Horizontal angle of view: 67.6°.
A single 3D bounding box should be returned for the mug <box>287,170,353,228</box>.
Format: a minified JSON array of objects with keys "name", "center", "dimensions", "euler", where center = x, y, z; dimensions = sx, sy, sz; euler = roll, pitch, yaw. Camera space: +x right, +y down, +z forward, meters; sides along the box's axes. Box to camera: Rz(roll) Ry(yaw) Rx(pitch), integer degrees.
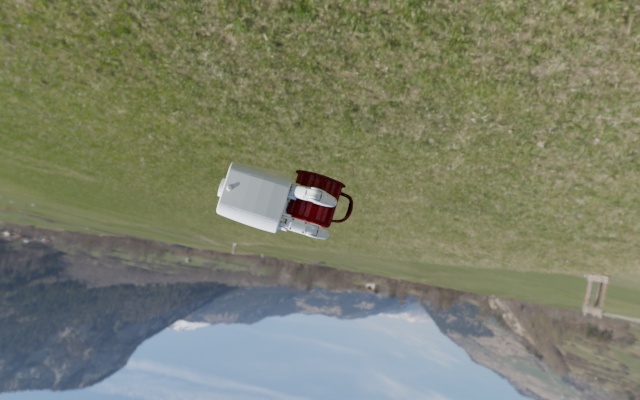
[{"name":"mug","center":[0.001,0.003,0.846],"dimensions":[0.117,0.081,0.093],"euler":[18,-5,-7]}]
